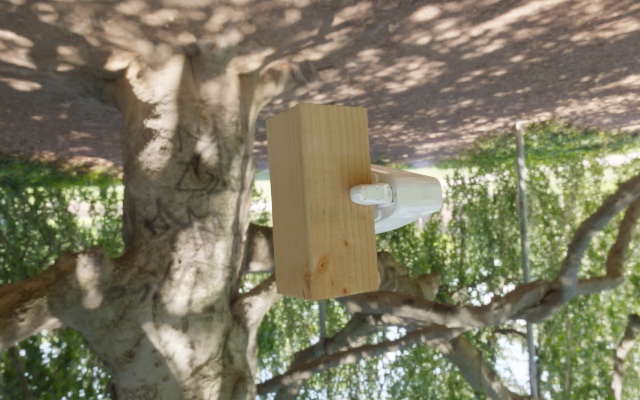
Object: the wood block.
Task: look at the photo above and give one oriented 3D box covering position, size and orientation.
[{"bbox_3d":[0.001,0.002,0.549,0.090,0.206,0.091,-3,-3,-32],"label":"wood block"}]
